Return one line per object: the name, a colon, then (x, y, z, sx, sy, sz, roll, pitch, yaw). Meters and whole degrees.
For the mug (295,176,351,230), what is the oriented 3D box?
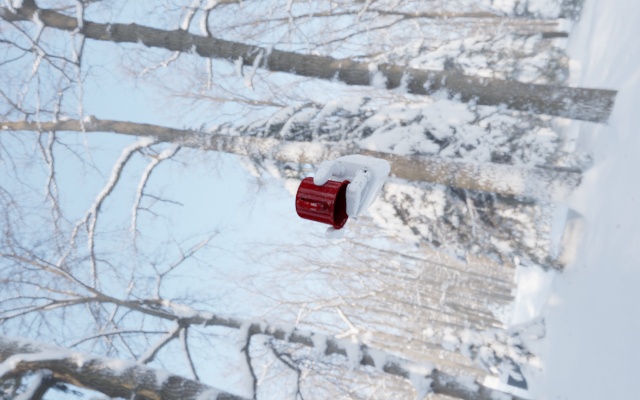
mug: (-0.001, 0.003, 0.873, 0.081, 0.093, 0.117, 12, 14, 24)
